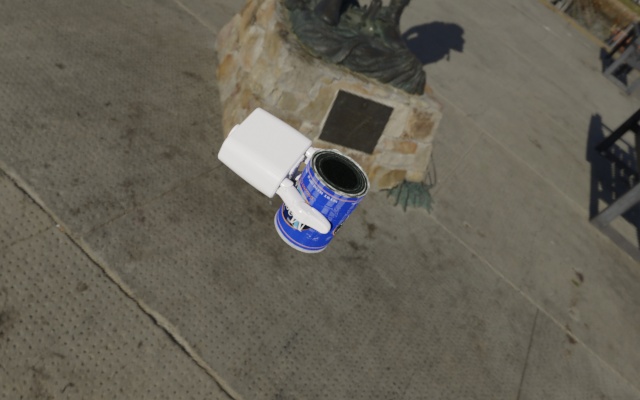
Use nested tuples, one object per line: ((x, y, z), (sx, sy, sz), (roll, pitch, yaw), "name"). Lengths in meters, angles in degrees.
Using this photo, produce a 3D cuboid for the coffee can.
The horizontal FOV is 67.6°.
((0.000, 0.003, 0.767), (0.103, 0.102, 0.140), (0, -41, -37), "coffee can")
